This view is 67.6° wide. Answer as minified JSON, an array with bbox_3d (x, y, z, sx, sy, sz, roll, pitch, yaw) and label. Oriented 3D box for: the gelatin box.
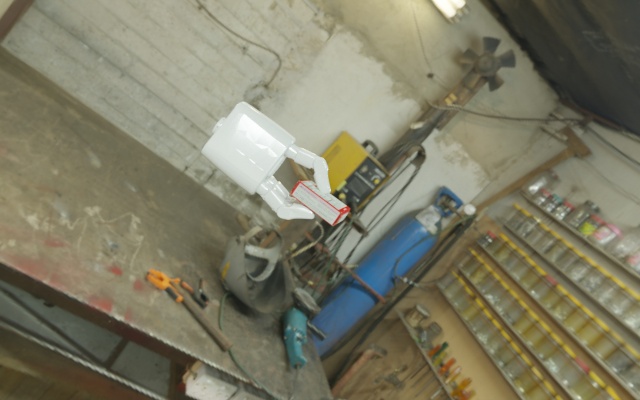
[{"bbox_3d":[0.001,0.002,0.783,0.089,0.030,0.073,36,11,9],"label":"gelatin box"}]
